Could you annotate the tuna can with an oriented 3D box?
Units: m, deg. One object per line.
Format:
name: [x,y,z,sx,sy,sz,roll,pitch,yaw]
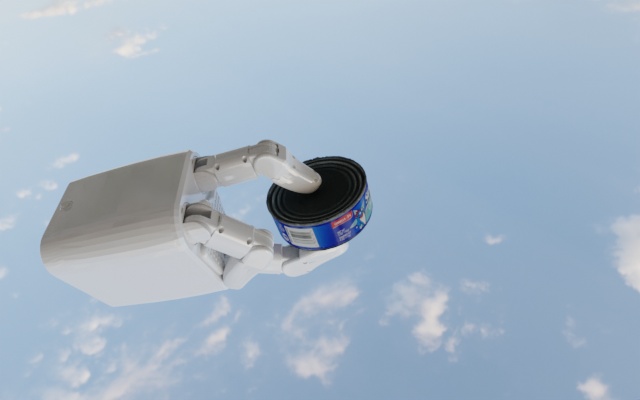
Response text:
tuna can: [0.000,0.002,0.403,0.086,0.034,0.086,-12,39,10]
